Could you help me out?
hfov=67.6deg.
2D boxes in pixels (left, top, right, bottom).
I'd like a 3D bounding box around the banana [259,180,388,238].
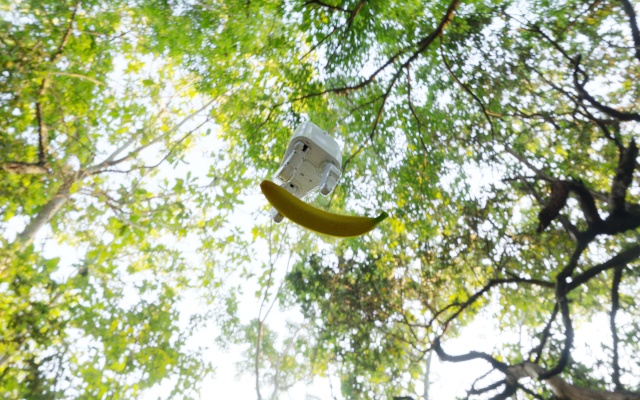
[{"bbox_3d":[-0.001,0.019,0.733,0.198,0.070,0.037,14,26,-2],"label":"banana"}]
